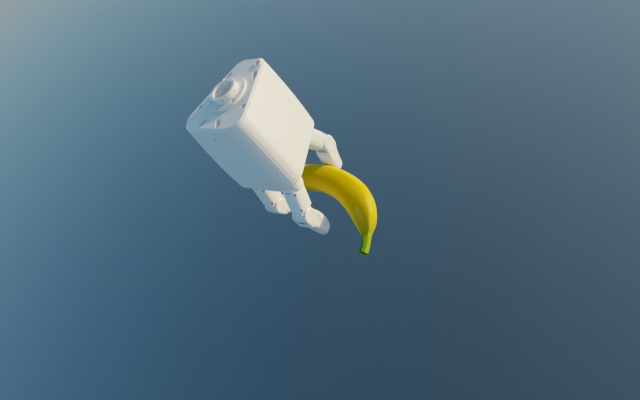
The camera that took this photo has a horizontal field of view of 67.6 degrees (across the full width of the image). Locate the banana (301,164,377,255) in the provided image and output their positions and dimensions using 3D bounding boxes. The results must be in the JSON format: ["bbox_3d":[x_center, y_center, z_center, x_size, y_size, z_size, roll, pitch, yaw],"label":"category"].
[{"bbox_3d":[0.014,-0.010,0.623,0.197,0.069,0.037,40,-2,45],"label":"banana"}]
